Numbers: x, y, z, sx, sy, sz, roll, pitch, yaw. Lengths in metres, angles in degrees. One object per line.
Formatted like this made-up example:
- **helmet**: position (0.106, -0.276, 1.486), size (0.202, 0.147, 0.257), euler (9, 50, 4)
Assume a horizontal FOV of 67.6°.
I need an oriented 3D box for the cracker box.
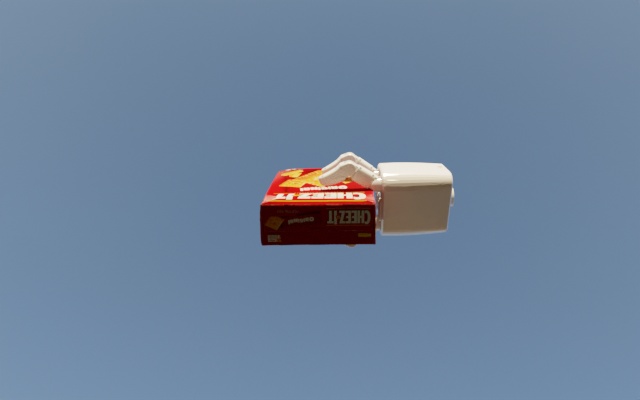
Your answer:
- **cracker box**: position (0.000, 0.003, 0.764), size (0.164, 0.072, 0.213), euler (-1, 16, 2)
